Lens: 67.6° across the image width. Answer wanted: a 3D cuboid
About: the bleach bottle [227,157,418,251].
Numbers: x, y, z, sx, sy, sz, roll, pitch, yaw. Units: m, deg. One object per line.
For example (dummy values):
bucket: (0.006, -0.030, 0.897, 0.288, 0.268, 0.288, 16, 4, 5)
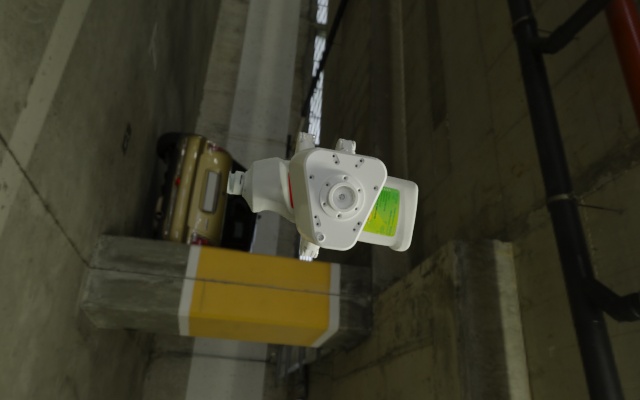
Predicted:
bleach bottle: (0.000, 0.002, 0.646, 0.251, 0.102, 0.068, 8, 1, -10)
